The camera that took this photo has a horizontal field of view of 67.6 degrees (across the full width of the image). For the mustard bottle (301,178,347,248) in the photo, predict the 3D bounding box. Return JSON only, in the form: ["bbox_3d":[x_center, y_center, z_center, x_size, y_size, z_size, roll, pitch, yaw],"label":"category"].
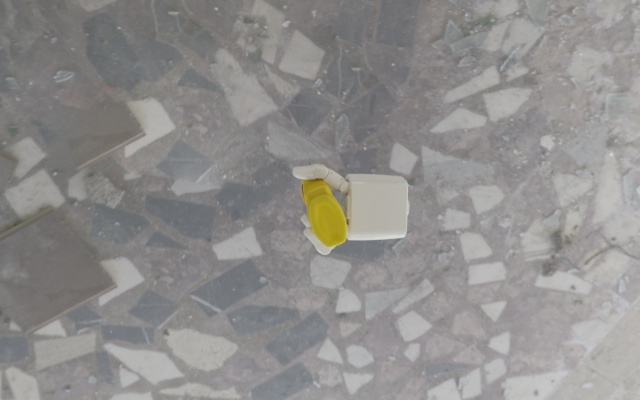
[{"bbox_3d":[0.000,0.003,0.852,0.058,0.096,0.191,-23,22,1],"label":"mustard bottle"}]
